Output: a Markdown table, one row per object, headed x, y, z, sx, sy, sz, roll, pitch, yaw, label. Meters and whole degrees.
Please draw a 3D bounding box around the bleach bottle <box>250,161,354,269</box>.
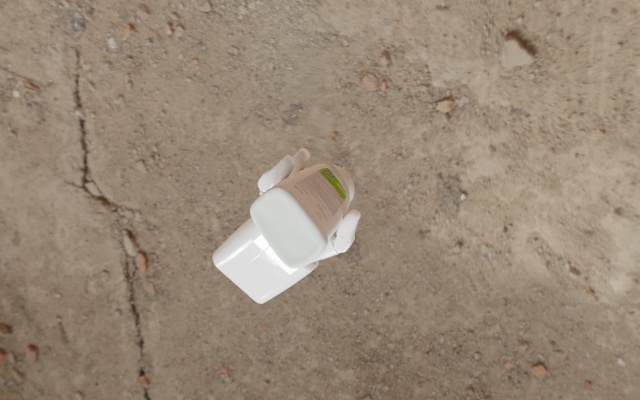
| x | y | z | sx | sy | sz | roll | pitch | yaw | label |
| --- | --- | --- | --- | --- | --- | --- | --- | --- | --- |
| 0.000 | 0.002 | 0.663 | 0.068 | 0.102 | 0.250 | -36 | -1 | 24 | bleach bottle |
